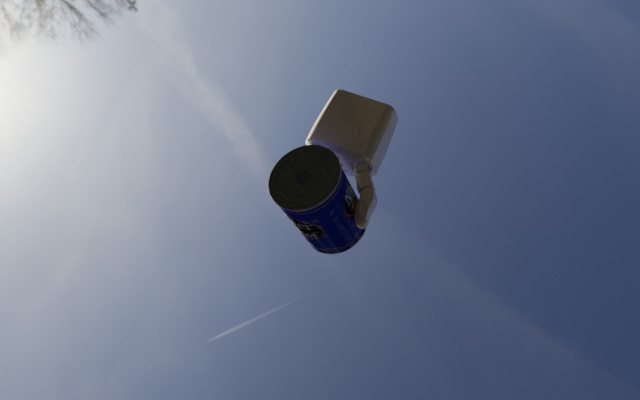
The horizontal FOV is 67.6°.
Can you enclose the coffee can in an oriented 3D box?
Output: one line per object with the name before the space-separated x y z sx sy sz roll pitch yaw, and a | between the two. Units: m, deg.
coffee can | 0.000 0.002 0.687 0.103 0.102 0.140 0 -30 22
